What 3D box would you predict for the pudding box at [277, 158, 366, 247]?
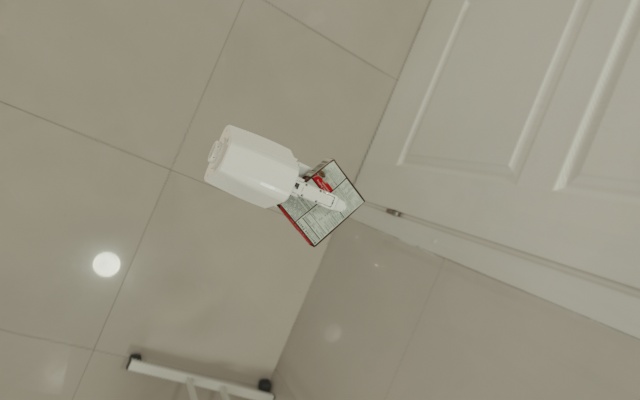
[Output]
[{"bbox_3d":[0.000,0.002,0.739,0.113,0.090,0.039,-40,17,-9],"label":"pudding box"}]
